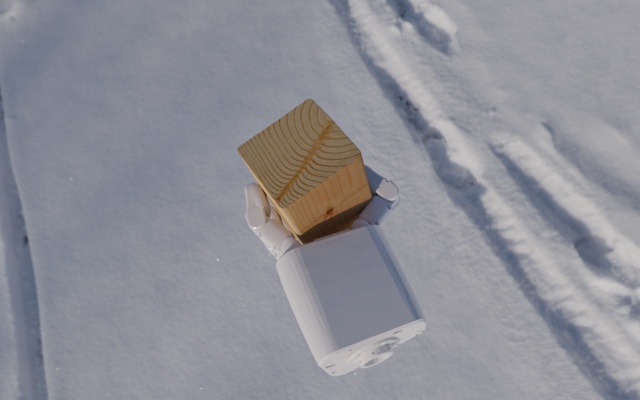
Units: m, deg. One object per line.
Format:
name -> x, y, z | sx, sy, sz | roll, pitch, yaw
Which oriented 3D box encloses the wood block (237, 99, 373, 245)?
wood block -> 0.001, 0.002, 0.527 | 0.091, 0.090, 0.206 | -35, -30, -7
